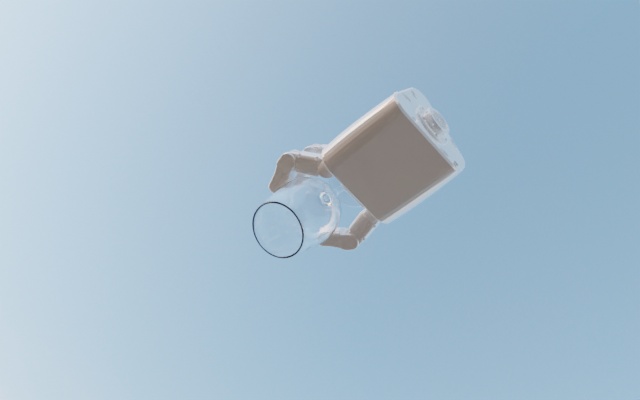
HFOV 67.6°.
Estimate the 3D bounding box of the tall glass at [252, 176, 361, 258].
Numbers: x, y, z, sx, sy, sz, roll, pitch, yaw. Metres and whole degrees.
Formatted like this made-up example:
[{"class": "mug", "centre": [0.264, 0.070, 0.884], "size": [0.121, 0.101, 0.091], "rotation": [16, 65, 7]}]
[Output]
[{"class": "tall glass", "centre": [0.000, 0.002, 0.569], "size": [0.079, 0.079, 0.201], "rotation": [0, 17, 28]}]
